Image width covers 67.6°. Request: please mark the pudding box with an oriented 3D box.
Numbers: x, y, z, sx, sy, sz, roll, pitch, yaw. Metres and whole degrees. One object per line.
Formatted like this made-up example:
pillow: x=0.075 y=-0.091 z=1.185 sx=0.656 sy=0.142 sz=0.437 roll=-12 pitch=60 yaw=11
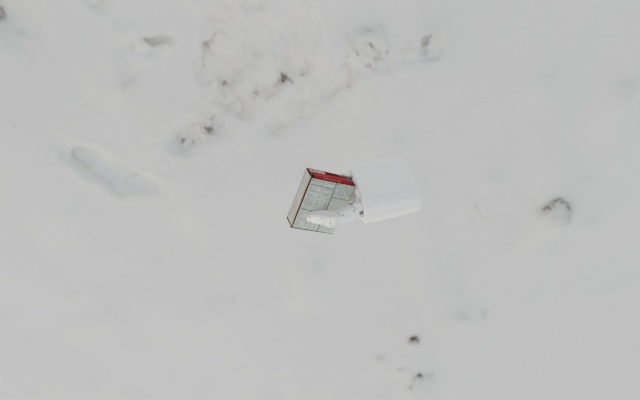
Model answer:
pudding box: x=0.000 y=0.003 z=0.861 sx=0.090 sy=0.113 sz=0.039 roll=11 pitch=27 yaw=-23
